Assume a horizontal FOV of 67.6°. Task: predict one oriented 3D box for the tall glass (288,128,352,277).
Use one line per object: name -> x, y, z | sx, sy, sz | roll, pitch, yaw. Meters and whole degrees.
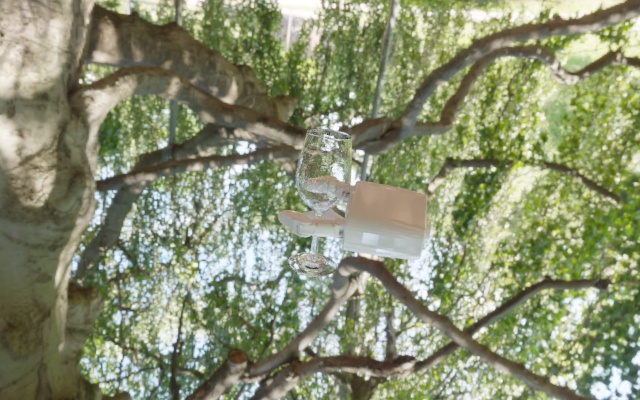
tall glass -> 0.000, 0.003, 0.679 | 0.079, 0.201, 0.079 | 6, 19, -2
